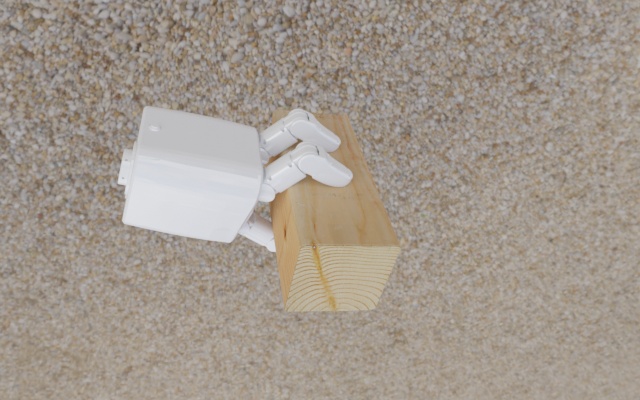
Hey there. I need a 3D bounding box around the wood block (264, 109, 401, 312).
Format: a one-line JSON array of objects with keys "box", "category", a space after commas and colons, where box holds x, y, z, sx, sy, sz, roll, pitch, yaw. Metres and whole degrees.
[{"box": [0.000, 0.002, 0.489, 0.090, 0.091, 0.206, 2, 42, -15], "category": "wood block"}]
